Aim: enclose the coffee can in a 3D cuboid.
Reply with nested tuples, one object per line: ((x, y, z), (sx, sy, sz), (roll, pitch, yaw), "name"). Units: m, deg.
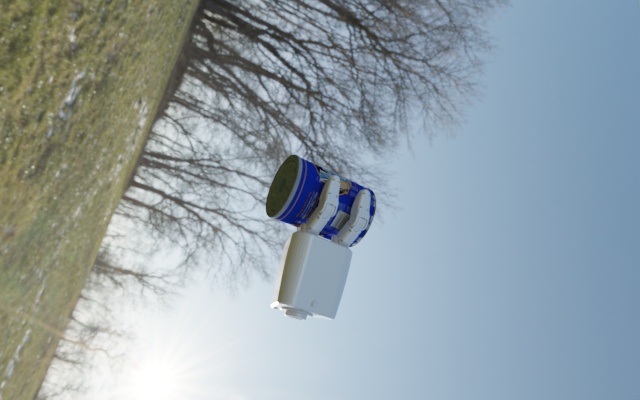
((0.000, 0.002, 0.743), (0.140, 0.103, 0.103), (23, -10, -23), "coffee can")
